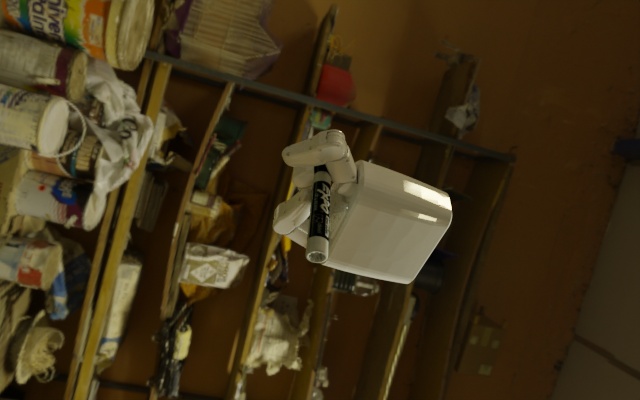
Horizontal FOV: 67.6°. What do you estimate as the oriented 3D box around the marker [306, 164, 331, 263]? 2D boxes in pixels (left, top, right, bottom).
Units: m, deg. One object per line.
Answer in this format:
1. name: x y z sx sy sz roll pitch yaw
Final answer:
1. marker: 0.000 0.001 0.436 0.020 0.121 0.020 2 -41 2
